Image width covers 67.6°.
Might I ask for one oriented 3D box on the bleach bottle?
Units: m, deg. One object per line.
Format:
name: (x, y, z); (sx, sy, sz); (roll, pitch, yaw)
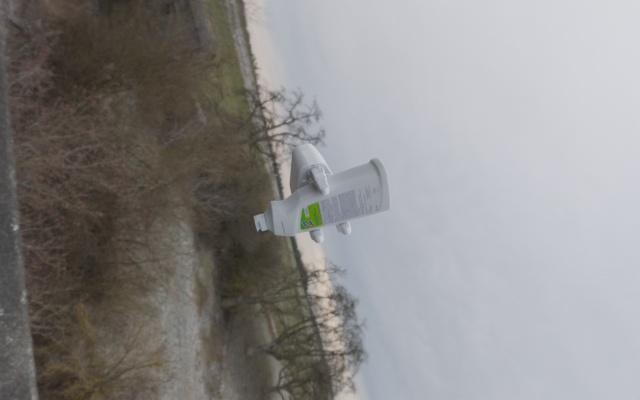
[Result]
bleach bottle: (0.000, 0.003, 0.879); (0.251, 0.103, 0.068); (-15, 33, -6)
